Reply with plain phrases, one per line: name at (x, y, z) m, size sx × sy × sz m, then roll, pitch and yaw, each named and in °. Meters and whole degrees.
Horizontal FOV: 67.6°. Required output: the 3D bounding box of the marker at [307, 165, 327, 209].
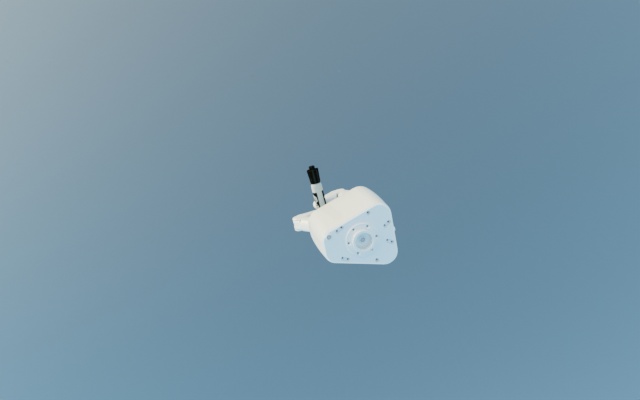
marker at (0.000, 0.002, 0.764) m, size 0.020 × 0.121 × 0.020 m, roll -13°, pitch 15°, yaw 4°
